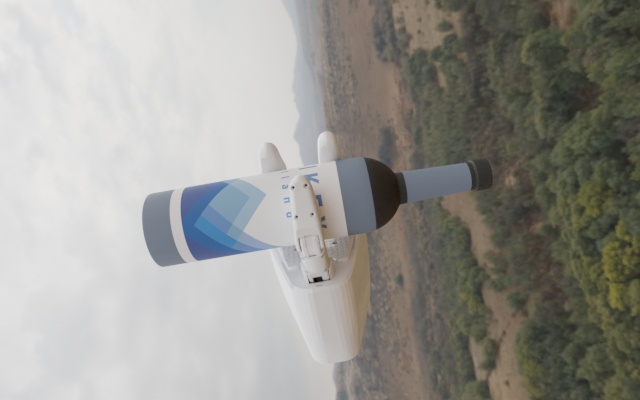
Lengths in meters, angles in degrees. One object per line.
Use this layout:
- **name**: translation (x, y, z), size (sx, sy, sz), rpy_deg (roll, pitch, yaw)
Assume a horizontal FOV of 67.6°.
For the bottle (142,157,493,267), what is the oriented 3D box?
- **bottle**: translation (0.000, 0.001, 0.420), size (0.296, 0.069, 0.069), rpy_deg (-10, 0, 2)
